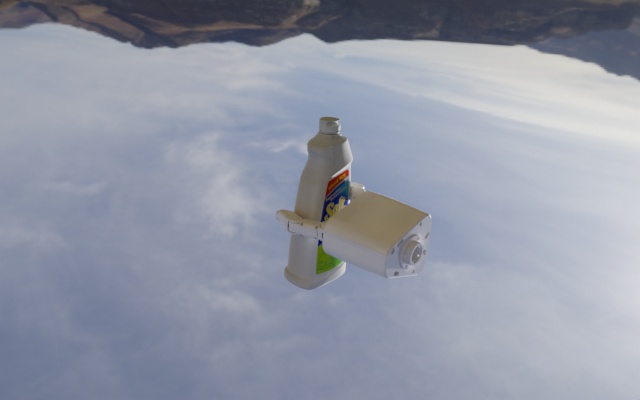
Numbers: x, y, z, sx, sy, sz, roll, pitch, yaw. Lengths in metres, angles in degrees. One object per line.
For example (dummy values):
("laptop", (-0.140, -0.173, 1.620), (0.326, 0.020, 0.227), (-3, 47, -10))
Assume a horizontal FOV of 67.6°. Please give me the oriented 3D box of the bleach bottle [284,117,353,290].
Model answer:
("bleach bottle", (0.000, 0.002, 0.718), (0.068, 0.251, 0.102), (22, 28, 39))
